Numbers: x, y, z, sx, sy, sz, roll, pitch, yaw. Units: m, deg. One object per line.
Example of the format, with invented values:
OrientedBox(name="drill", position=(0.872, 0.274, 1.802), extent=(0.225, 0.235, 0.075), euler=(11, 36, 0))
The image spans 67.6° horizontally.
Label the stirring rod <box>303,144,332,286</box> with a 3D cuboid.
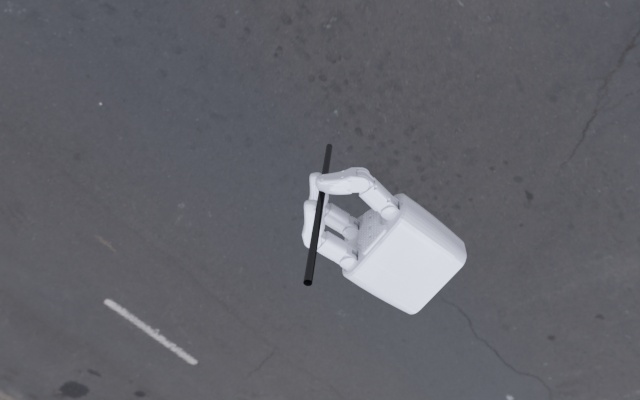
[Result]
OrientedBox(name="stirring rod", position=(0.000, 0.002, 0.518), extent=(0.011, 0.011, 0.239), euler=(0, 36, 7))
